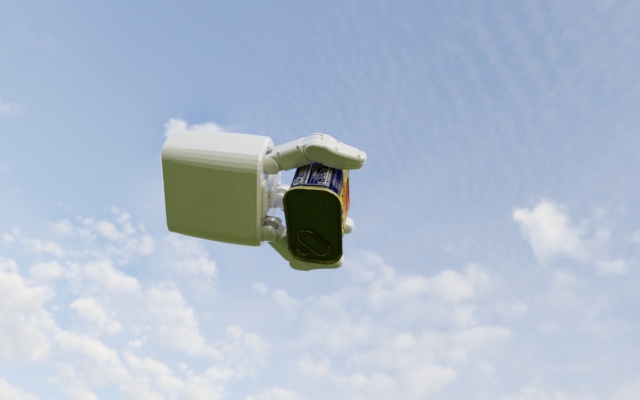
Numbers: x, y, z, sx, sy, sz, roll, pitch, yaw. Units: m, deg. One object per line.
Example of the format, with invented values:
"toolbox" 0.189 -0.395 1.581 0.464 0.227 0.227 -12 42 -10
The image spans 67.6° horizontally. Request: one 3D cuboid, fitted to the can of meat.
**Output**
"can of meat" 0.000 0.001 0.502 0.057 0.102 0.084 4 41 9
